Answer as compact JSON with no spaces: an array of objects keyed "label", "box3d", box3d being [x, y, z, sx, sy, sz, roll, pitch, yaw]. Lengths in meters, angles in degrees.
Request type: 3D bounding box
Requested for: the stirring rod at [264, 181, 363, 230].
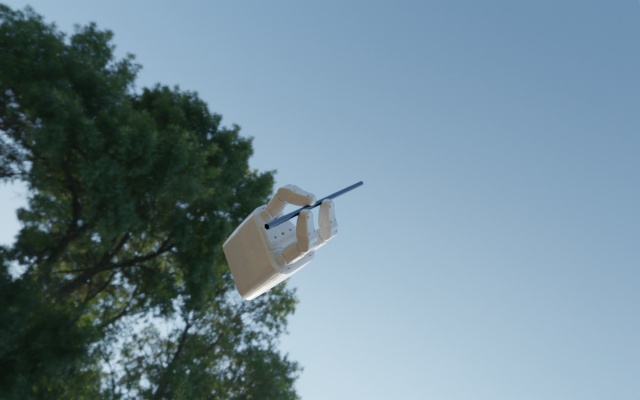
[{"label":"stirring rod","box3d":[0.000,0.002,0.691,0.011,0.011,0.239,0,15,35]}]
